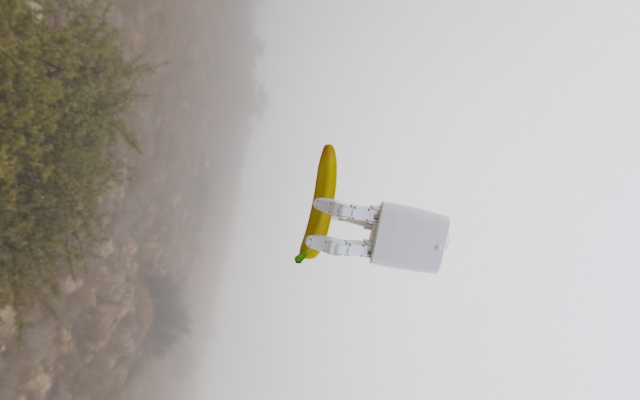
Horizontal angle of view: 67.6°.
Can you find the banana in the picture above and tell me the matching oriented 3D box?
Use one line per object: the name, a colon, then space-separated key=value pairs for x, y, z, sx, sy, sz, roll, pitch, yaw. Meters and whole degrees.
banana: x=0.001 y=0.011 z=0.767 sx=0.037 sy=0.197 sz=0.070 roll=11 pitch=-14 yaw=7
